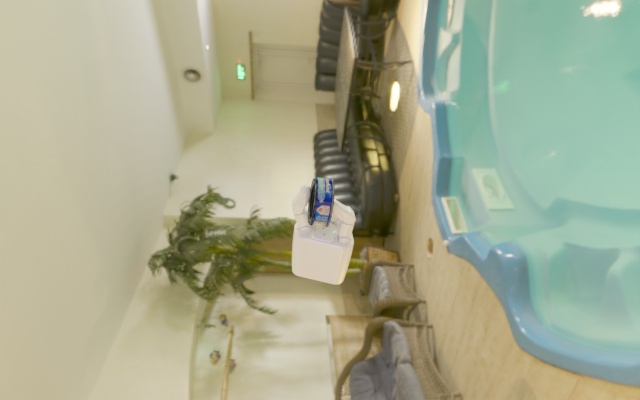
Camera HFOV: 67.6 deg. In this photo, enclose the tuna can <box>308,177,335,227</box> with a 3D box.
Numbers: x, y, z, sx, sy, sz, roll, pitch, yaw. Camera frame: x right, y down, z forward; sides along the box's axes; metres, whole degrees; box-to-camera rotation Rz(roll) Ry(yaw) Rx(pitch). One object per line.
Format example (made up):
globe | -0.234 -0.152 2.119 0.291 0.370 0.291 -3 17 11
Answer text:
tuna can | 0.000 0.003 0.836 0.034 0.086 0.086 6 -1 -8
